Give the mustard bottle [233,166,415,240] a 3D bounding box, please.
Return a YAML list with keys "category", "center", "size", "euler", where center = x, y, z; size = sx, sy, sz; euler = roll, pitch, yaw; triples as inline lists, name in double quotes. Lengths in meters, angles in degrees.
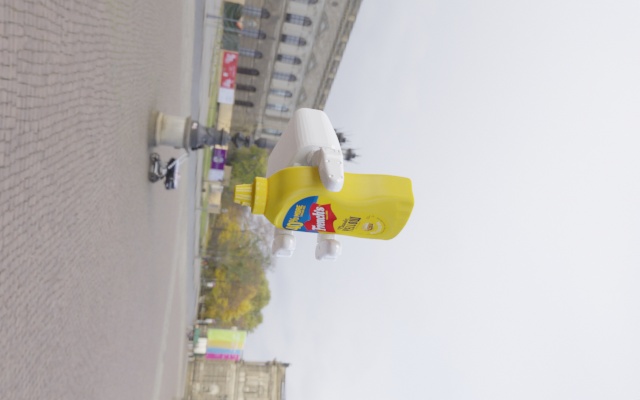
- category: "mustard bottle"
  center: [0.000, 0.002, 0.533]
  size: [0.191, 0.058, 0.096]
  euler: [6, -31, -13]
